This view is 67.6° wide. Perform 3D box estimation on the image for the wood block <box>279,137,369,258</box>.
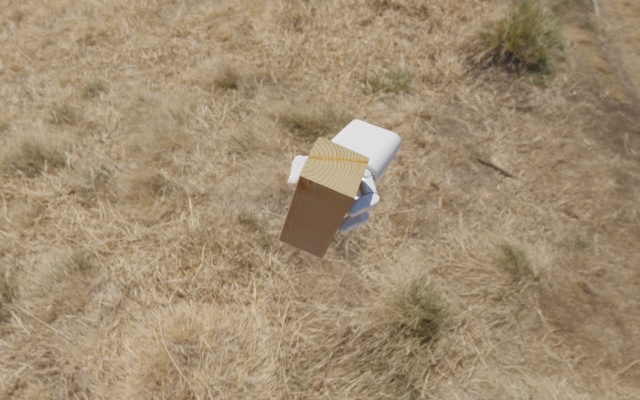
[{"bbox_3d":[0.000,0.002,0.812,0.091,0.090,0.206,23,-35,1],"label":"wood block"}]
